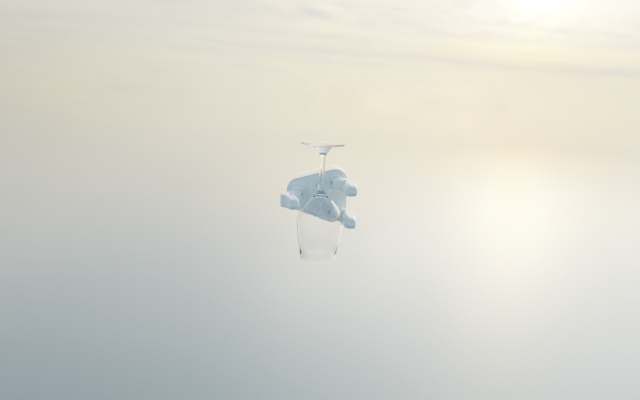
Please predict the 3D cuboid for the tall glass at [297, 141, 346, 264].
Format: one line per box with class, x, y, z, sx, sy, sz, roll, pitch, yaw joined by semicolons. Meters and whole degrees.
tall glass;0.000;0.002;0.808;0.079;0.201;0.079;3;12;-1
